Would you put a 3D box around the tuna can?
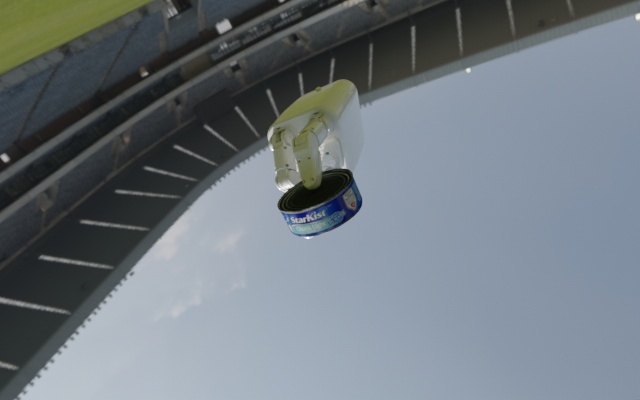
[{"bbox_3d":[0.000,0.002,0.504,0.086,0.034,0.086,-21,22,9],"label":"tuna can"}]
